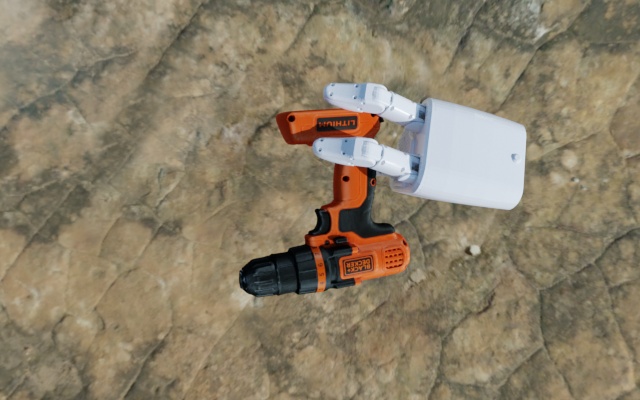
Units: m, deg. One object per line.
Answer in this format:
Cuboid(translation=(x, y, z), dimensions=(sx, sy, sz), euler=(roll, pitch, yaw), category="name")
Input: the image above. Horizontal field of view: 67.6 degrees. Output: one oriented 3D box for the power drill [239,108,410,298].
Cuboid(translation=(0.000, 0.001, 0.493), dimensions=(0.184, 0.188, 0.057), euler=(-8, 10, -19), category="power drill")
